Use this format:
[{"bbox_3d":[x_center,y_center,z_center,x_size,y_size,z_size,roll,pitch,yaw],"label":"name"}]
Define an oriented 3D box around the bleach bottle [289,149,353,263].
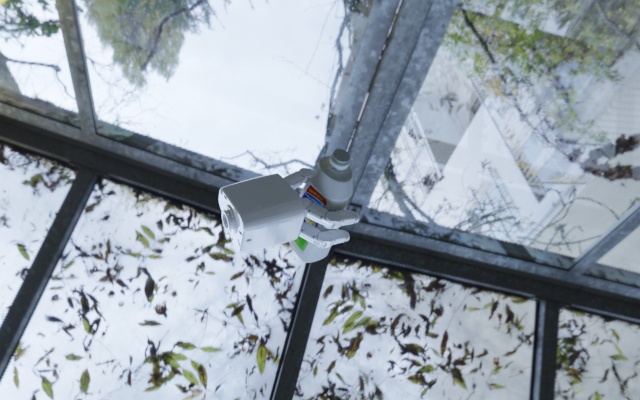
[{"bbox_3d":[0.000,0.003,0.835,0.068,0.102,0.251,-16,-33,-28],"label":"bleach bottle"}]
